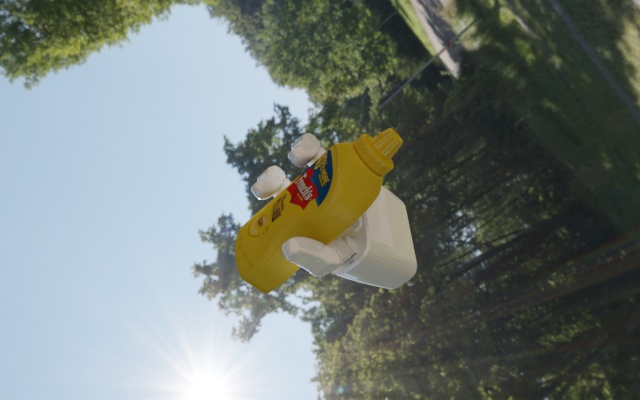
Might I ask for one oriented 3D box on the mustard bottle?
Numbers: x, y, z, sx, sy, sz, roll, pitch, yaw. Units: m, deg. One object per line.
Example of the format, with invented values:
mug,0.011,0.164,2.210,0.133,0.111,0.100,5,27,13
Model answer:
mustard bottle,0.000,0.001,0.454,0.058,0.192,0.096,40,23,-23
